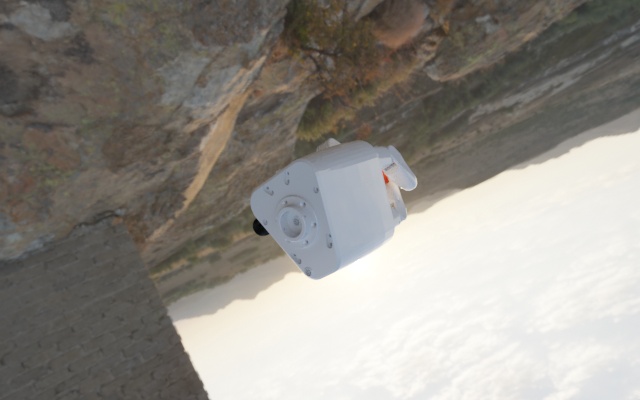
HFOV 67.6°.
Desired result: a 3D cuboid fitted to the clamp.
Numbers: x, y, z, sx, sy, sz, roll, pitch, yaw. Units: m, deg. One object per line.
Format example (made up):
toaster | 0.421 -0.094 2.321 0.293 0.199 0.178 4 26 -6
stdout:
clamp | 0.001 0.002 0.586 0.171 0.039 0.120 -31 -5 37
